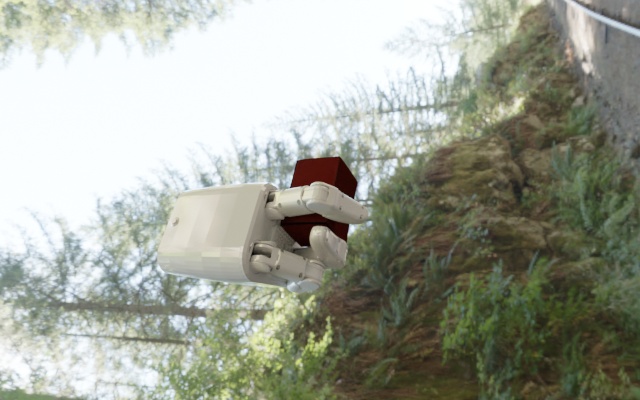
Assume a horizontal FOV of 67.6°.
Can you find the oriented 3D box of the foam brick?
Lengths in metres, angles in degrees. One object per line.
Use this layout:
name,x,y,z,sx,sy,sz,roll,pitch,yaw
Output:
foam brick,0.000,0.001,0.484,0.051,0.078,0.053,-2,-32,26
